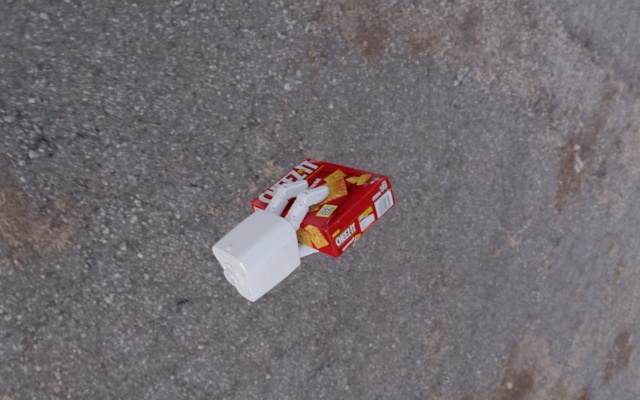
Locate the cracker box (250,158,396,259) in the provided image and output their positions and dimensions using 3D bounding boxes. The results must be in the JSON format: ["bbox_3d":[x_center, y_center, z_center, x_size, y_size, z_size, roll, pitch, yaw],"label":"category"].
[{"bbox_3d":[0.000,0.003,0.867,0.213,0.072,0.164,18,48,44],"label":"cracker box"}]
